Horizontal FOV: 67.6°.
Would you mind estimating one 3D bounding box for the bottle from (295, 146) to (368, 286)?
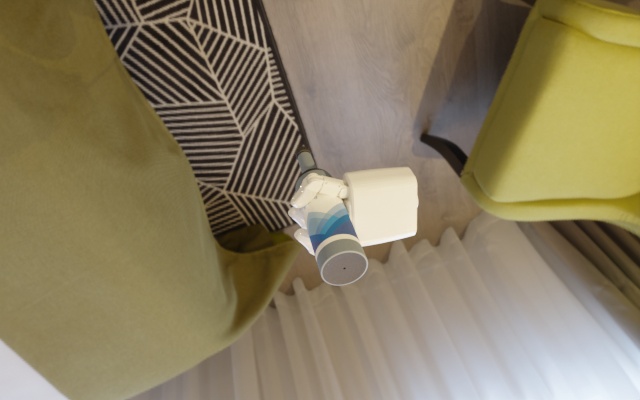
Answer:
[{"bbox_3d":[0.000,0.003,0.754,0.069,0.069,0.295,0,38,-16],"label":"bottle"}]
